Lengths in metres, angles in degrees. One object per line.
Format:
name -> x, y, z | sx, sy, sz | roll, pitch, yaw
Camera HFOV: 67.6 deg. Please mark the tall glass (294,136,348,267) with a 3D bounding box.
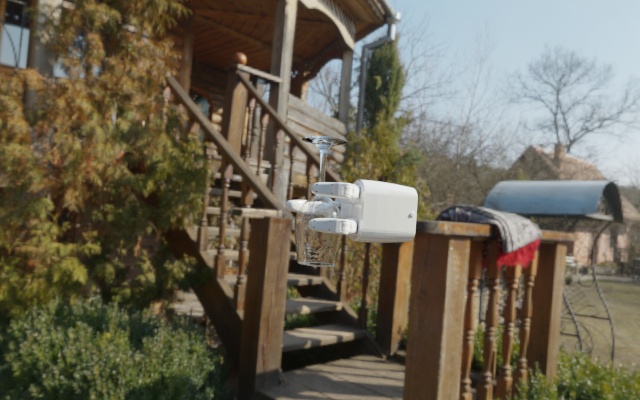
tall glass -> 0.000, 0.002, 0.765 | 0.079, 0.201, 0.079 | 4, -2, 0
